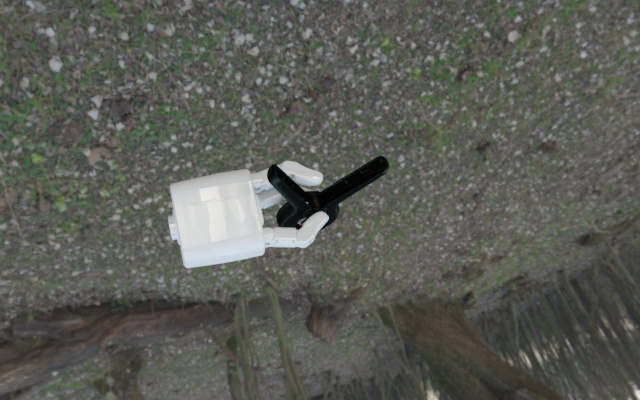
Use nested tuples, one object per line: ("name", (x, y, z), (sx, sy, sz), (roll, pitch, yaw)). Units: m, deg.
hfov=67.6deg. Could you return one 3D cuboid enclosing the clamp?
("clamp", (0.000, 0.003, 0.680), (0.164, 0.036, 0.210), (-8, -27, -14))
